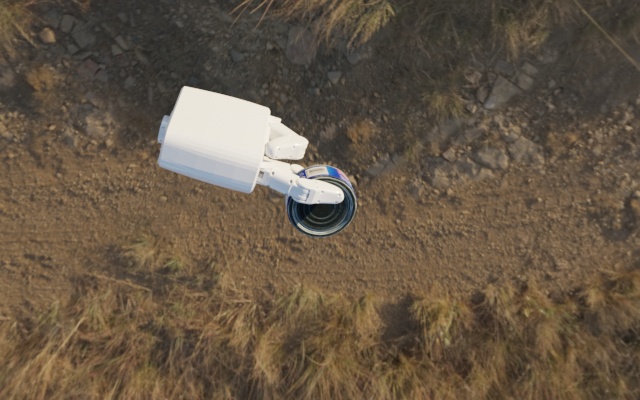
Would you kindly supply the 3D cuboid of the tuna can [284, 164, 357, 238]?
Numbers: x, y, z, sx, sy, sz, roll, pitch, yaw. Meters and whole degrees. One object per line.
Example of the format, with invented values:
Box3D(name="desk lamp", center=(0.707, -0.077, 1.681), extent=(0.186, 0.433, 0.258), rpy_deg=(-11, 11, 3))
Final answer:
Box3D(name="tuna can", center=(0.000, 0.002, 0.579), extent=(0.086, 0.086, 0.033), rpy_deg=(0, 28, -10))
